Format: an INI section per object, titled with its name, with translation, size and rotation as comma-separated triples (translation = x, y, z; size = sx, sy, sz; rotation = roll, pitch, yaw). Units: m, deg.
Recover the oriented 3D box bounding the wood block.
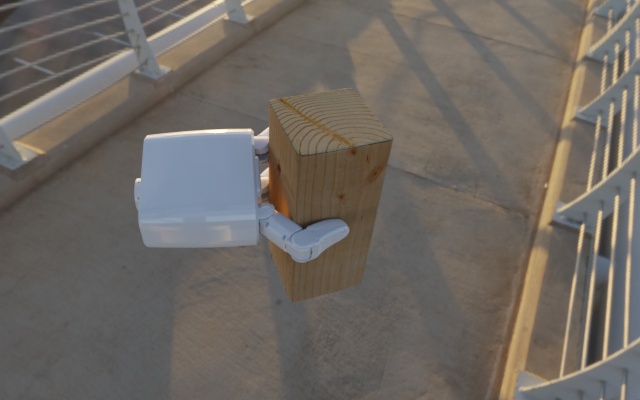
[wood block]
translation = 0.000, 0.002, 0.497
size = 0.090, 0.206, 0.090
rotation = -12, 46, -18
